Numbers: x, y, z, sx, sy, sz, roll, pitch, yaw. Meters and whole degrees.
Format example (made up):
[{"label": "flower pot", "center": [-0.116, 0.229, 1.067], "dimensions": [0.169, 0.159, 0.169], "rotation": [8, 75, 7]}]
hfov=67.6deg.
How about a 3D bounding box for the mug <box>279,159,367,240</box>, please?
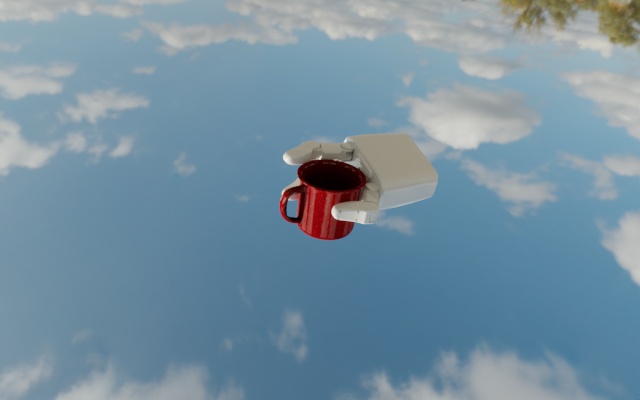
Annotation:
[{"label": "mug", "center": [-0.001, 0.003, 0.647], "dimensions": [0.117, 0.081, 0.093], "rotation": [-10, 35, -28]}]
